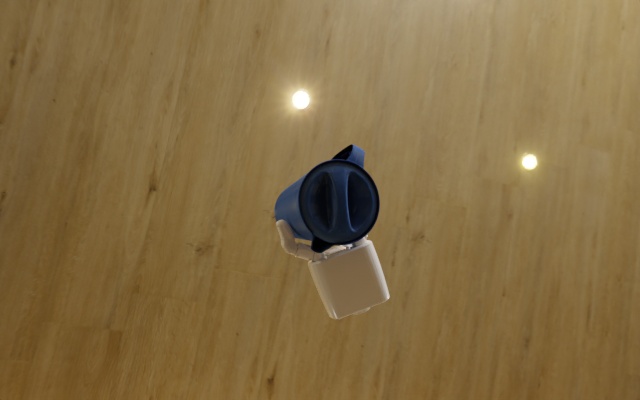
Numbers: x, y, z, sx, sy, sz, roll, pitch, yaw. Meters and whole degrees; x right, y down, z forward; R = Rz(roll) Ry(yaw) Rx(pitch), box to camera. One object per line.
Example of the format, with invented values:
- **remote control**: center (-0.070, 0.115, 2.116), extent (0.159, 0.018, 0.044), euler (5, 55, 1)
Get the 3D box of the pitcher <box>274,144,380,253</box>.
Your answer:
- **pitcher**: center (0.000, 0.003, 0.839), extent (0.149, 0.145, 0.243), euler (-22, 2, -18)
